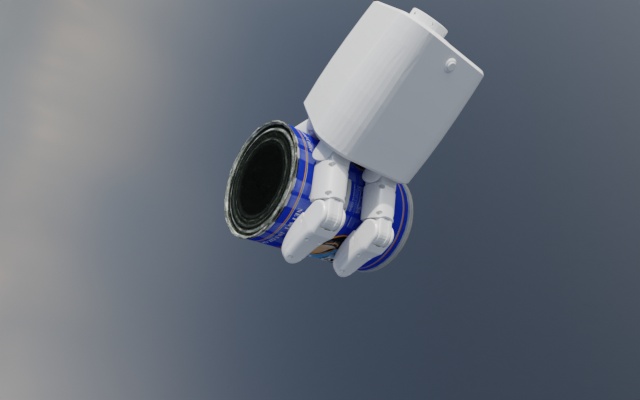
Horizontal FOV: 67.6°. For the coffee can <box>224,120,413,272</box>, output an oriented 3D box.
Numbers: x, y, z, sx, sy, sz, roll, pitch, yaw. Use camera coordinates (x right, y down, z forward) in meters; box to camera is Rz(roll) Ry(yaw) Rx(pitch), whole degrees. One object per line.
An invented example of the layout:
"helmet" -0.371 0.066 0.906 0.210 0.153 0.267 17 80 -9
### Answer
"coffee can" 0.000 0.002 0.434 0.140 0.103 0.103 20 -13 -37
